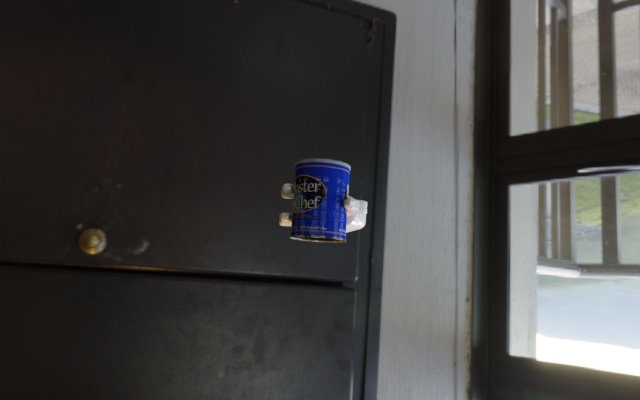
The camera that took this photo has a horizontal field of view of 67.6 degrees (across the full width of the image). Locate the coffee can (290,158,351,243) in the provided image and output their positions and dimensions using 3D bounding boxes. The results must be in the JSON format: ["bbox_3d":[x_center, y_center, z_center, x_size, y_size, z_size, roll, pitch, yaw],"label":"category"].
[{"bbox_3d":[0.000,0.003,0.877,0.103,0.140,0.103,4,-9,1],"label":"coffee can"}]
